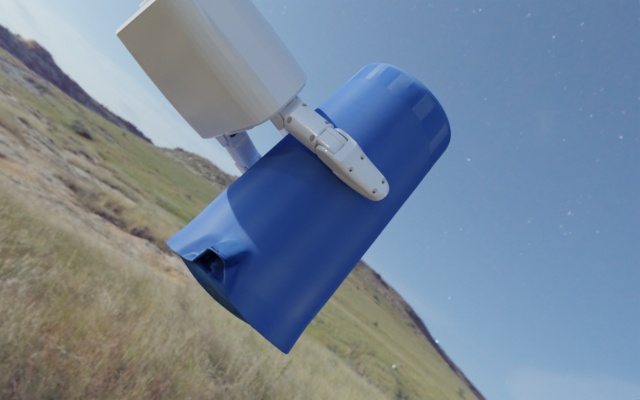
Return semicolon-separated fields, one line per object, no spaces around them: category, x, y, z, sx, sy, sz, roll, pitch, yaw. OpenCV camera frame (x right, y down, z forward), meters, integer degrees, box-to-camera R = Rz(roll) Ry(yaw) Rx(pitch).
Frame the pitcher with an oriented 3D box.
pitcher;0.000;0.001;0.424;0.145;0.243;0.149;50;-15;-26
